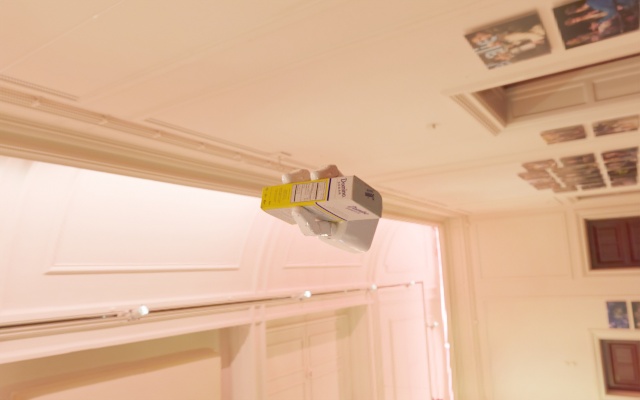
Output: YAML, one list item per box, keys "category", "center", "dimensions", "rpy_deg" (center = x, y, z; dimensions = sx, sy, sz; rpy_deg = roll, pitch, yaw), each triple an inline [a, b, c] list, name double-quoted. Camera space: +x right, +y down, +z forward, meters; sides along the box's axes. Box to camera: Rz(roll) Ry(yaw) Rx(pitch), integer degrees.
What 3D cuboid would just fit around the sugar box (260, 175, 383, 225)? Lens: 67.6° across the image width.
- category: "sugar box"
  center: [0.000, 0.002, 0.757]
  dimensions: [0.176, 0.048, 0.093]
  rpy_deg: [-8, -23, 33]
